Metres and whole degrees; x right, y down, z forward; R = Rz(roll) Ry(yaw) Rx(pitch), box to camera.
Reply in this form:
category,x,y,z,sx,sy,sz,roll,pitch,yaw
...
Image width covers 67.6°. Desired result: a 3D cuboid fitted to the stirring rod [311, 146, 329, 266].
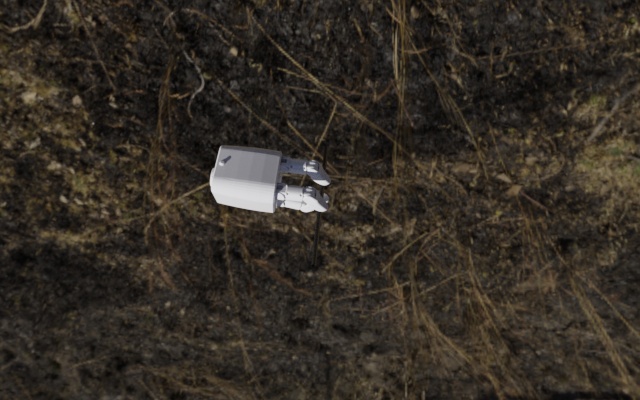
category,x,y,z,sx,sy,sz,roll,pitch,yaw
stirring rod,0.000,0.003,0.836,0.011,0.239,0.011,5,-31,3
